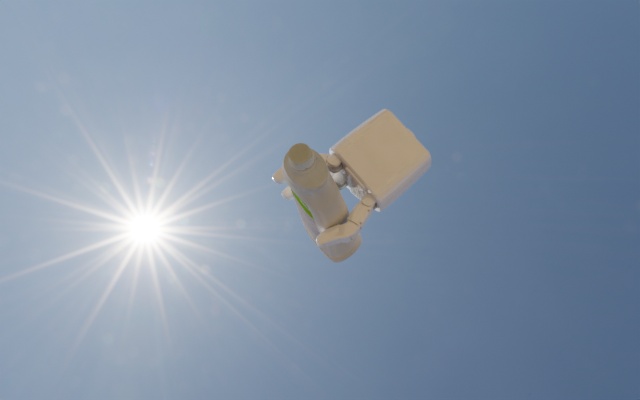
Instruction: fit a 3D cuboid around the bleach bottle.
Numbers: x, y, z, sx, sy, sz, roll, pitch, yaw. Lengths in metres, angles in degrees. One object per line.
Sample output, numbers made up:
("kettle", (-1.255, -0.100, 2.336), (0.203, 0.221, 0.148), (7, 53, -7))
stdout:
("bleach bottle", (0.000, 0.002, 0.684), (0.068, 0.102, 0.251), (-40, -26, -10))
